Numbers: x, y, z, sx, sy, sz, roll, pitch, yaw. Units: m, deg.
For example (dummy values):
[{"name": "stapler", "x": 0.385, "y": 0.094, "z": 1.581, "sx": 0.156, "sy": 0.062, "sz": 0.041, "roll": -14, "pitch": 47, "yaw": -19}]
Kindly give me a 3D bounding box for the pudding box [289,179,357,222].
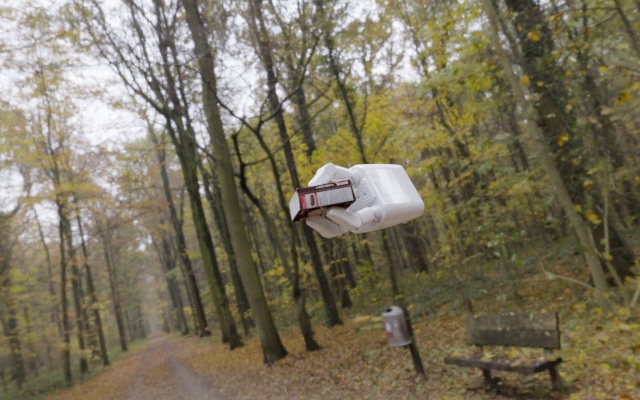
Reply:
[{"name": "pudding box", "x": 0.000, "y": 0.002, "z": 0.765, "sx": 0.090, "sy": 0.039, "sz": 0.113, "roll": -11, "pitch": -12, "yaw": -11}]
